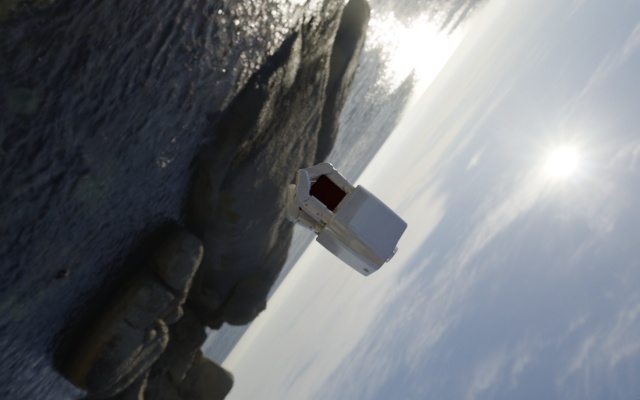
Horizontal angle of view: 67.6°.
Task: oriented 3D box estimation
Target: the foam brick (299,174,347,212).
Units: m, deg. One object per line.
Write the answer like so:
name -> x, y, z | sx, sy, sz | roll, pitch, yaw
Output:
foam brick -> 0.000, 0.003, 0.794 | 0.051, 0.053, 0.078 | 40, -21, 3
